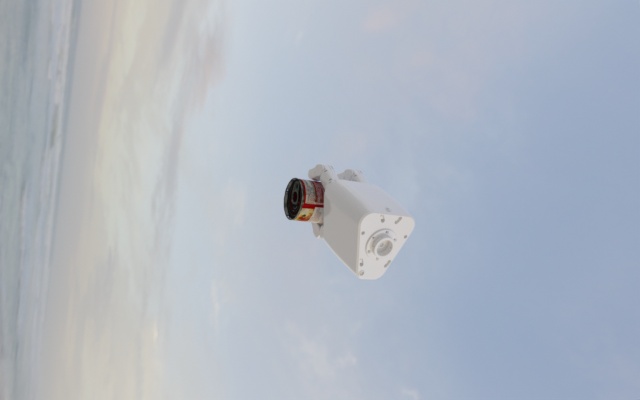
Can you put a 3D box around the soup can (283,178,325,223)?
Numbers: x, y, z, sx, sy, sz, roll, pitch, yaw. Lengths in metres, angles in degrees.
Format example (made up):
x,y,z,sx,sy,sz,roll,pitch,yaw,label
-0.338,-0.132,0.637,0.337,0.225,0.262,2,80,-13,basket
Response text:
x,y,z,sx,sy,sz,roll,pitch,yaw,label
0.000,0.002,0.775,0.102,0.068,0.068,7,-3,-28,soup can
